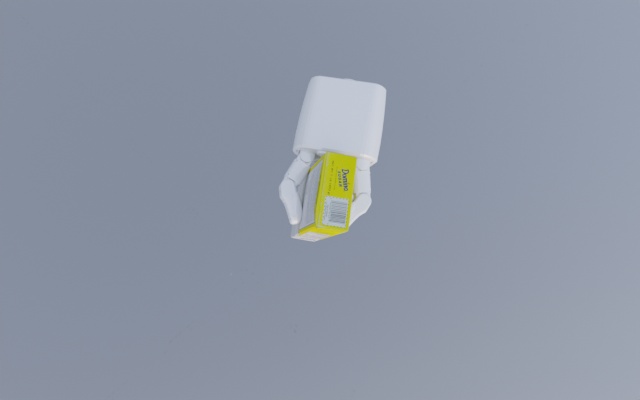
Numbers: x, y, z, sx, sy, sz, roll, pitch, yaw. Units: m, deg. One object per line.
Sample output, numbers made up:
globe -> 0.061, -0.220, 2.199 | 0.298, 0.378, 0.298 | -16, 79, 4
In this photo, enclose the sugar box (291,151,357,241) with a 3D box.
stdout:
sugar box -> 0.001, 0.002, 0.636 | 0.048, 0.093, 0.176 | 10, -10, -9
